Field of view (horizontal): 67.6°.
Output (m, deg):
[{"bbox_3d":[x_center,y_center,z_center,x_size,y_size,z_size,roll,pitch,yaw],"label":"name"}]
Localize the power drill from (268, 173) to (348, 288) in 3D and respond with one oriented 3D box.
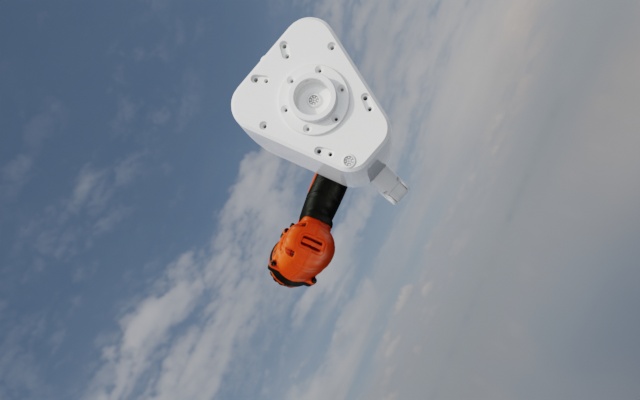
[{"bbox_3d":[0.000,0.001,0.506,0.057,0.187,0.184,23,-18,-7],"label":"power drill"}]
